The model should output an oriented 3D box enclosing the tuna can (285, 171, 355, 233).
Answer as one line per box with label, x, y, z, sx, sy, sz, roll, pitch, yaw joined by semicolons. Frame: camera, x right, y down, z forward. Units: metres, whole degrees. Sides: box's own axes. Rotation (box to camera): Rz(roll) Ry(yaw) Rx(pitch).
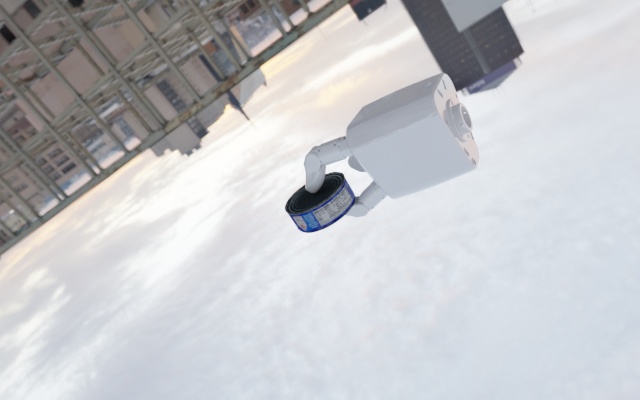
tuna can;0.000;0.002;0.598;0.086;0.034;0.086;-27;22;12
